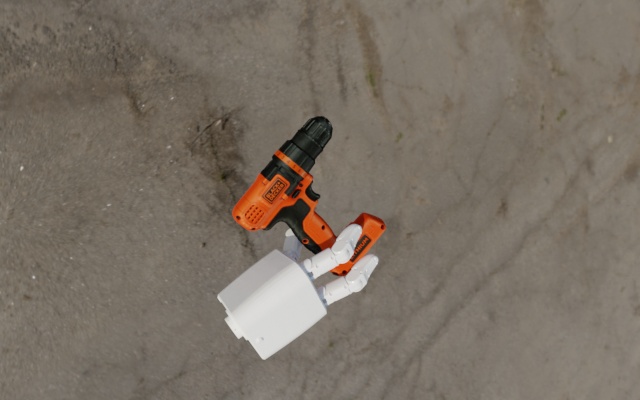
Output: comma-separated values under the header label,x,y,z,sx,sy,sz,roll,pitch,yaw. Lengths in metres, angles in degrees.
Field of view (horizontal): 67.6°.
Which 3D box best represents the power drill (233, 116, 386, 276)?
label,x,y,z,sx,sy,sz,roll,pitch,yaw
power drill,0.000,0.003,0.667,0.188,0.184,0.057,40,2,-17
